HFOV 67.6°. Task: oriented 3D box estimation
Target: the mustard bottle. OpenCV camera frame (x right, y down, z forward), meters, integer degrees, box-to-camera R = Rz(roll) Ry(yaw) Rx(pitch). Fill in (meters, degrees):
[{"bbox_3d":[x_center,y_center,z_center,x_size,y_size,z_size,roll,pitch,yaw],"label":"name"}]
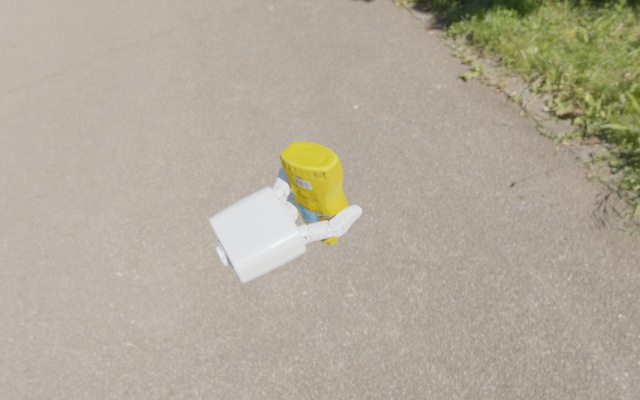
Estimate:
[{"bbox_3d":[0.000,0.002,0.747,0.096,0.192,0.058,21,53,33],"label":"mustard bottle"}]
